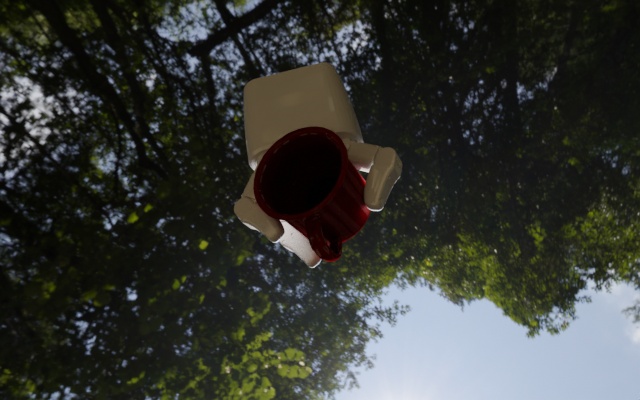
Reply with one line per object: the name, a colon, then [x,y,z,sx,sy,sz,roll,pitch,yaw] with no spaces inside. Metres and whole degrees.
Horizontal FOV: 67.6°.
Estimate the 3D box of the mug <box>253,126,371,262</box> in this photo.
mug: [0.000,0.003,0.441,0.093,0.117,0.081,-23,-34,16]
